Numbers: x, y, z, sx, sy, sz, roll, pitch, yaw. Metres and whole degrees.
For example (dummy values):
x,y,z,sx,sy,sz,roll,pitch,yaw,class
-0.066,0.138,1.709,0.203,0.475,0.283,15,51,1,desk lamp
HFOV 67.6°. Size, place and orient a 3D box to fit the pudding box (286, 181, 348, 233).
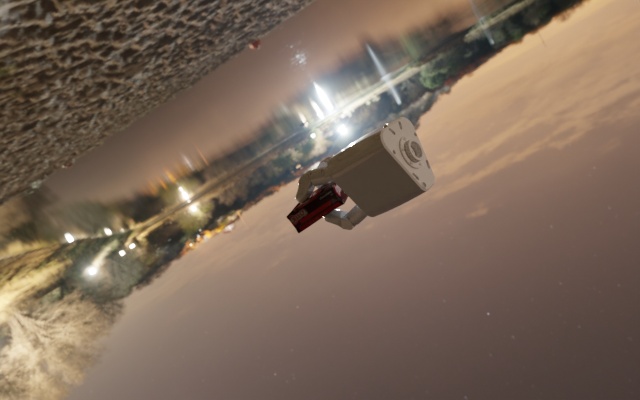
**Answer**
x,y,z,sx,sy,sz,roll,pitch,yaw,class
0.000,0.003,0.779,0.090,0.039,0.113,-33,4,15,pudding box
